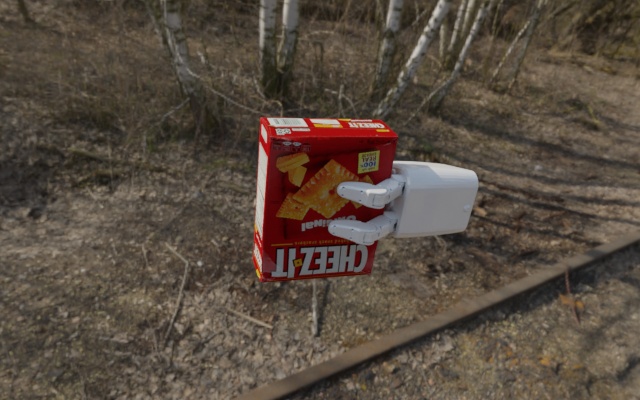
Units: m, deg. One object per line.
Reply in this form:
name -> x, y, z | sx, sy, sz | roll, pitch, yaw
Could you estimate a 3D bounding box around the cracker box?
cracker box -> 0.000, 0.002, 0.633 | 0.164, 0.214, 0.072 | -1, 28, -16
